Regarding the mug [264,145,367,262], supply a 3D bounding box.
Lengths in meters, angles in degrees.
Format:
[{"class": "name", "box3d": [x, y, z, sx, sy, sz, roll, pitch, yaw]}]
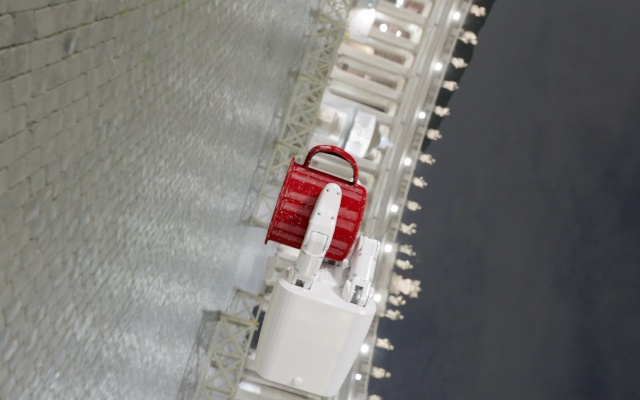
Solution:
[{"class": "mug", "box3d": [0.001, 0.000, 0.478, 0.081, 0.117, 0.093, 18, 18, -4]}]
